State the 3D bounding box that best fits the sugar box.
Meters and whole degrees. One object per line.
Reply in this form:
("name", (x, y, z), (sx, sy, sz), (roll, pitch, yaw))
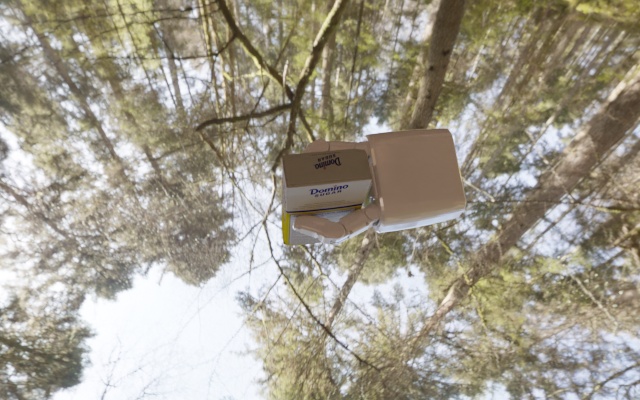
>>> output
("sugar box", (0.000, 0.001, 0.574), (0.093, 0.048, 0.176), (-6, -27, -8))
